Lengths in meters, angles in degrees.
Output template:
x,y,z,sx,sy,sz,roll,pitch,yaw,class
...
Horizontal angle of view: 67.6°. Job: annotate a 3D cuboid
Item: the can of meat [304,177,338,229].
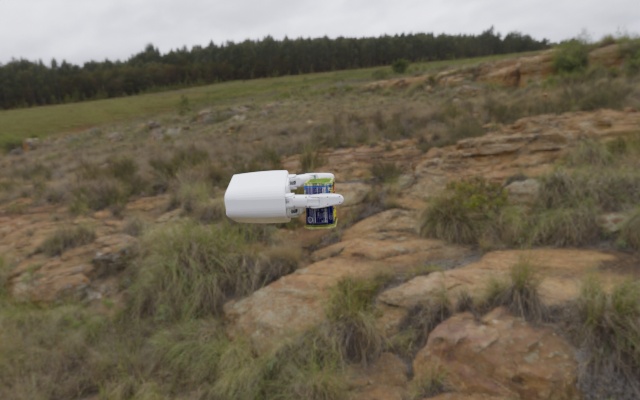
x,y,z,sx,sy,sz,roll,pitch,yaw,class
0.000,0.003,0.893,0.057,0.084,0.102,-2,8,5,can of meat
